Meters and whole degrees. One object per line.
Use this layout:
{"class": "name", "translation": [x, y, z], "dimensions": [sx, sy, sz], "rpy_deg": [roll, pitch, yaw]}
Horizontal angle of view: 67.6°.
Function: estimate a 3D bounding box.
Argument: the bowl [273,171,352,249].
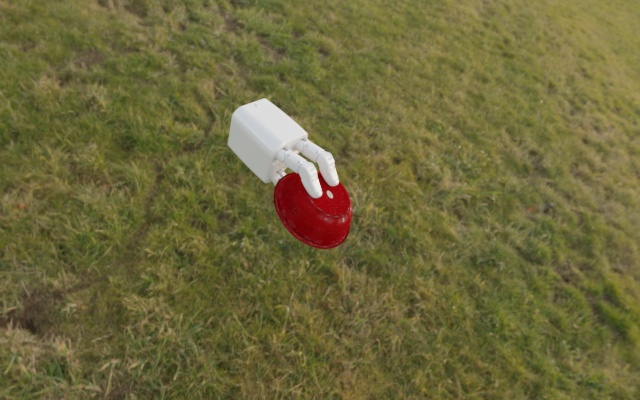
{"class": "bowl", "translation": [0.001, 0.003, 0.842], "dimensions": [0.162, 0.162, 0.055], "rpy_deg": [0, -31, -39]}
